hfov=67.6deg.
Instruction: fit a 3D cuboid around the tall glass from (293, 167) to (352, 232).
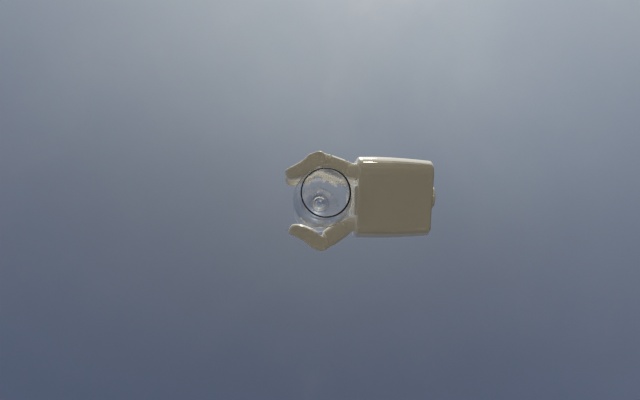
[{"bbox_3d":[0.000,0.002,0.673,0.079,0.079,0.201,0,-7,-4],"label":"tall glass"}]
